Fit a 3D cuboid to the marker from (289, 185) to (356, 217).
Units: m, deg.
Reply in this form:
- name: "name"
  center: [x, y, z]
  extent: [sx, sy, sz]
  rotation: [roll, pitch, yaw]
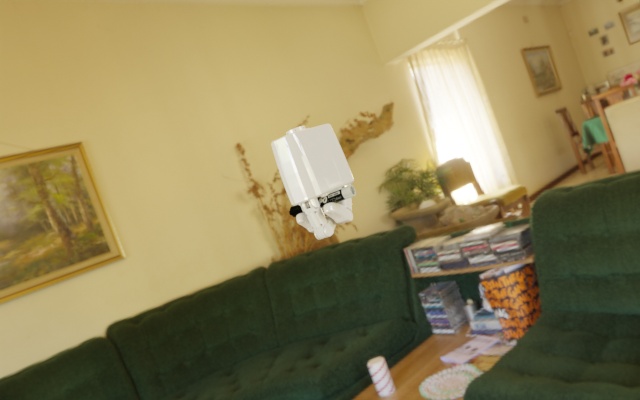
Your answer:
- name: "marker"
  center: [0.000, 0.003, 0.754]
  extent: [0.121, 0.020, 0.020]
  rotation: [-20, -10, 30]
